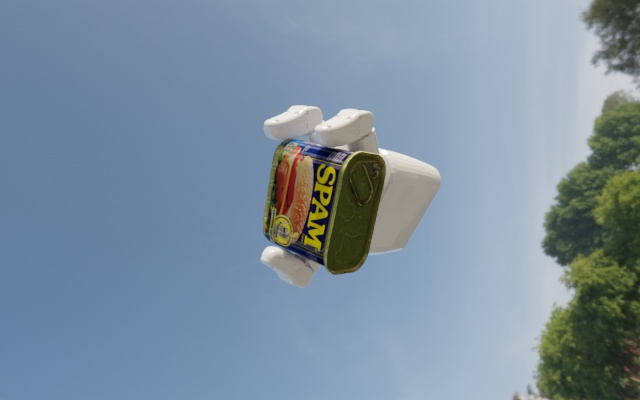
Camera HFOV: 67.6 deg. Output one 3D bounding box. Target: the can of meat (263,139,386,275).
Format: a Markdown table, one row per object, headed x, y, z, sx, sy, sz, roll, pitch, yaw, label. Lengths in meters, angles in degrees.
| x | y | z | sx | sy | sz | roll | pitch | yaw | label |
| --- | --- | --- | --- | --- | --- | --- | --- | --- | --- |
| 0.000 | 0.001 | 0.413 | 0.084 | 0.102 | 0.057 | 19 | 11 | 40 | can of meat |
